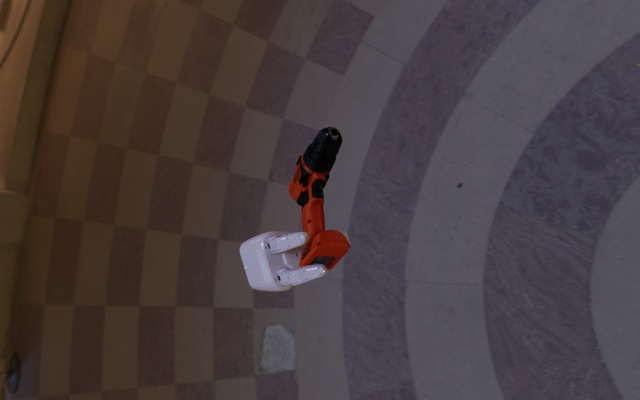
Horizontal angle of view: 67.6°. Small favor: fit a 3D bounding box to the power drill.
[{"bbox_3d":[0.000,0.003,0.749,0.057,0.187,0.184,3,-31,-17],"label":"power drill"}]
